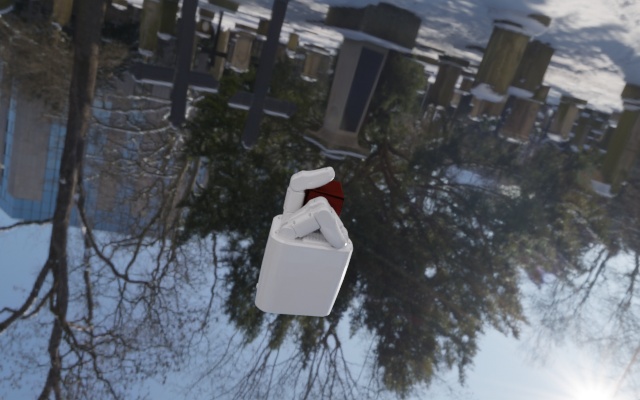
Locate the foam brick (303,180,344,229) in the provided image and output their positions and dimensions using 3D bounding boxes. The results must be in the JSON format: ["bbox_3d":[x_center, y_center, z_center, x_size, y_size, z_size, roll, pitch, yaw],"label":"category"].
[{"bbox_3d":[0.000,0.002,0.672,0.053,0.051,0.078,14,17,-5],"label":"foam brick"}]
